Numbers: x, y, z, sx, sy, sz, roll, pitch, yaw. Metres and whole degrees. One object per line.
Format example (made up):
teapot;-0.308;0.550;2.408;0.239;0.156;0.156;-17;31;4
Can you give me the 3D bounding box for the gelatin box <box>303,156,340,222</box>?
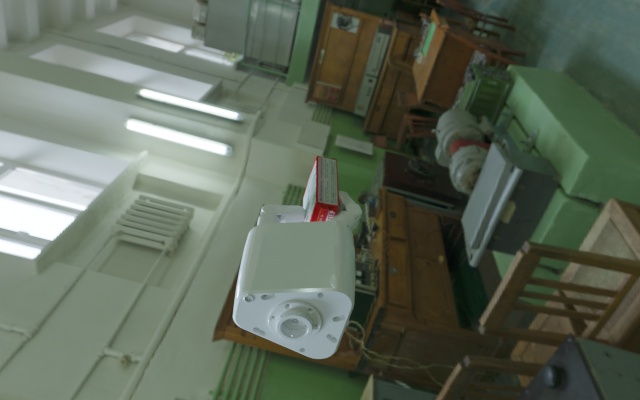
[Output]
gelatin box;0.000;0.002;0.582;0.030;0.073;0.089;9;43;-10
